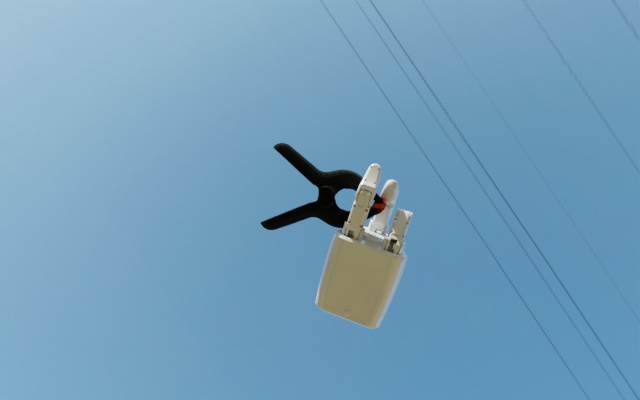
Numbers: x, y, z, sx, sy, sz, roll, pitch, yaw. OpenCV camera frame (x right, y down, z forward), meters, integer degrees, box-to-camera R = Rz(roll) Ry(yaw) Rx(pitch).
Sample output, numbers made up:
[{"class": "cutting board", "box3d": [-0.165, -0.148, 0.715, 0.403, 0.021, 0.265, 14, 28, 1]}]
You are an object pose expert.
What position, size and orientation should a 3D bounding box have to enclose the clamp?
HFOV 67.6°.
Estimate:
[{"class": "clamp", "box3d": [0.000, 0.002, 0.650, 0.171, 0.120, 0.039, 20, 11, 9]}]
